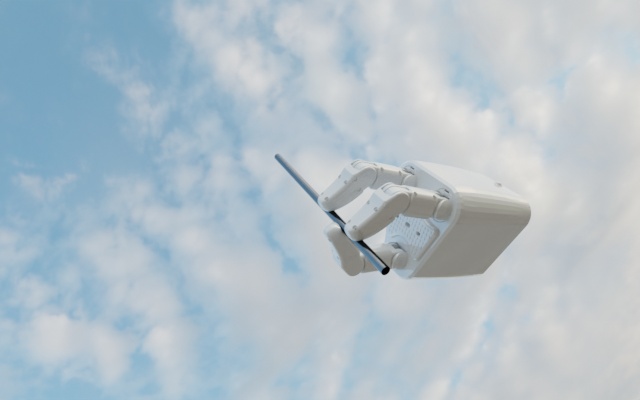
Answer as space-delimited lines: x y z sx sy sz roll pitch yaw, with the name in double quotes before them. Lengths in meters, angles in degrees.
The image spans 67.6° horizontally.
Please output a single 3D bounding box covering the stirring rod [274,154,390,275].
"stirring rod" 0.000 0.002 0.464 0.011 0.011 0.239 0 26 -28
